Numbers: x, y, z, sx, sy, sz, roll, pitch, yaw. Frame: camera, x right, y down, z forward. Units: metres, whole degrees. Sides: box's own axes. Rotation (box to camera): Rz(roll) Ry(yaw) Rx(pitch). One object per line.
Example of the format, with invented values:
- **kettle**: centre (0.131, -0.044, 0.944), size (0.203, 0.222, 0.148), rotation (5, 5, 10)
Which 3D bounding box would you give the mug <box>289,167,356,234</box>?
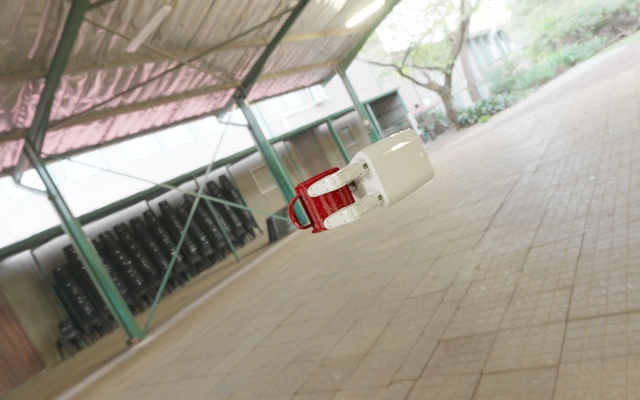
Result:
- **mug**: centre (-0.001, 0.003, 0.772), size (0.117, 0.081, 0.093), rotation (-28, 6, -23)
